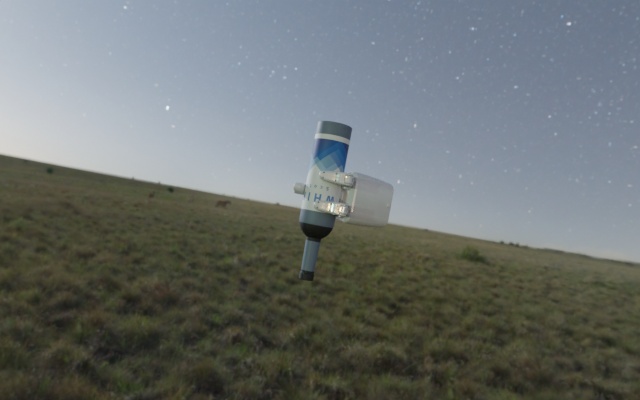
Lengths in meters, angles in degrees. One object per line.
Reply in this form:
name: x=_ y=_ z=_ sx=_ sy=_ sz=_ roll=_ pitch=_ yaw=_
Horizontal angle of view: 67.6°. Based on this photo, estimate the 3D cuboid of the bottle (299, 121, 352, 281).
bottle: x=0.000 y=0.003 z=0.895 sx=0.069 sy=0.295 sz=0.069 roll=11 pitch=-2 yaw=0
